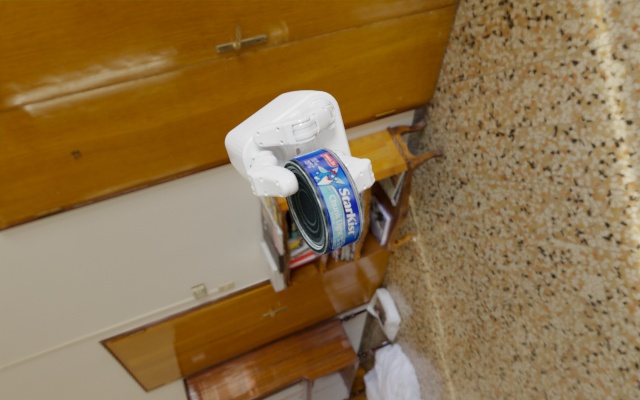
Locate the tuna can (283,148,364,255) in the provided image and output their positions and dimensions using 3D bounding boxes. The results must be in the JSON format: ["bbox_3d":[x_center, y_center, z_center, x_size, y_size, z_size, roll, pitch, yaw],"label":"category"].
[{"bbox_3d":[0.000,0.002,0.402,0.034,0.086,0.086,-20,7,-20],"label":"tuna can"}]
